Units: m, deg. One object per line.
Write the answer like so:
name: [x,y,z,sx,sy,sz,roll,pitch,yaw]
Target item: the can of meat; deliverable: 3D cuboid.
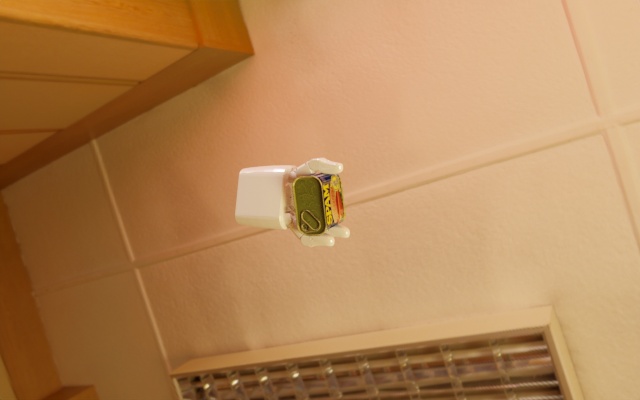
can of meat: [0.000,0.003,0.831,0.057,0.102,0.084,-2,9,29]
